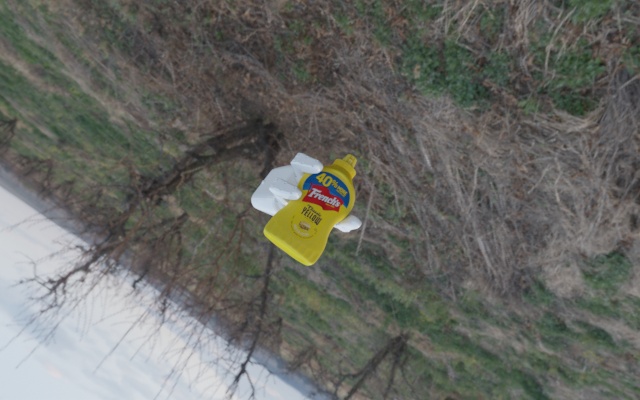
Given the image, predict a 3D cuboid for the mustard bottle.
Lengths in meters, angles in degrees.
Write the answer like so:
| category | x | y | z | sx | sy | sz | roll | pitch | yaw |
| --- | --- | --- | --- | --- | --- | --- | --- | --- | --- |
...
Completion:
| category | x | y | z | sx | sy | sz | roll | pitch | yaw |
| --- | --- | --- | --- | --- | --- | --- | --- | --- | --- |
| mustard bottle | 0.000 | 0.003 | 0.770 | 0.096 | 0.191 | 0.058 | 36 | -17 | -1 |
